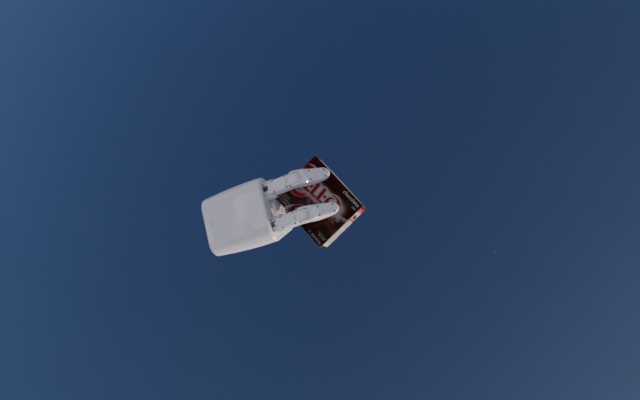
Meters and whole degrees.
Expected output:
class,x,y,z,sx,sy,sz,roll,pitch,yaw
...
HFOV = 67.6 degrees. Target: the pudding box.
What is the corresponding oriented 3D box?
class,x,y,z,sx,sy,sz,roll,pitch,yaw
pudding box,0.000,0.002,0.724,0.113,0.090,0.039,47,8,17
